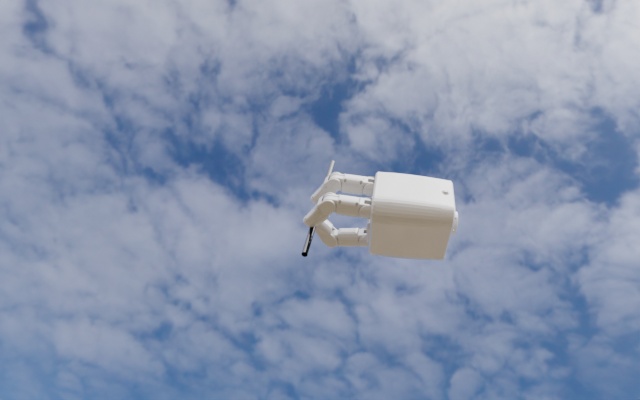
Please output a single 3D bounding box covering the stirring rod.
[{"bbox_3d":[0.000,0.002,0.704,0.011,0.011,0.239,0,33,12],"label":"stirring rod"}]
